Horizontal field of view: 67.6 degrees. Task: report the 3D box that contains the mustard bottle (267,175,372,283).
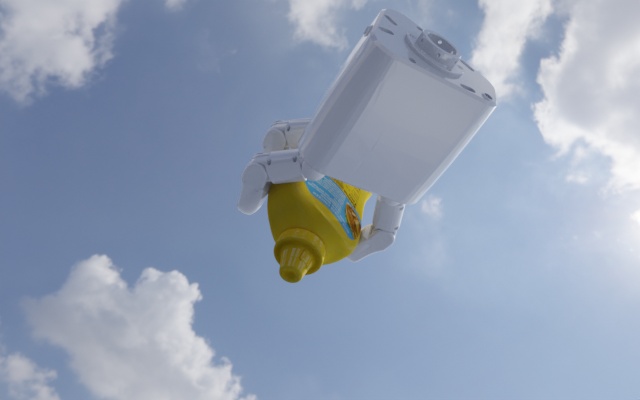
[{"bbox_3d":[0.000,0.001,0.435,0.058,0.096,0.191,-26,24,30],"label":"mustard bottle"}]
